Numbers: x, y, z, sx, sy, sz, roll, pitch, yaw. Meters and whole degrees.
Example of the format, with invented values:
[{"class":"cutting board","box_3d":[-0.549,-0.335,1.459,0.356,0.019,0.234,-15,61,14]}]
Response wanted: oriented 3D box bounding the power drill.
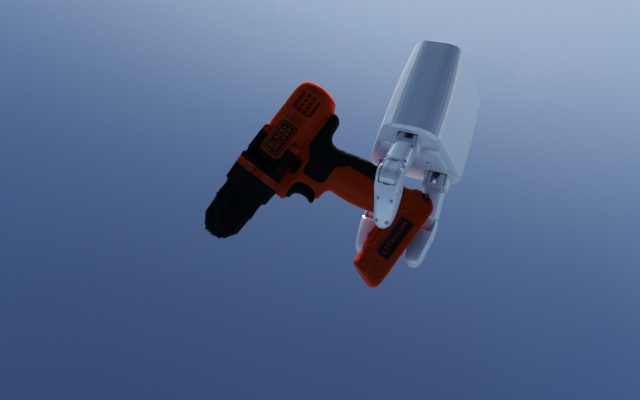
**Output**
[{"class":"power drill","box_3d":[0.001,0.002,0.476,0.187,0.184,0.057,37,1,3]}]
